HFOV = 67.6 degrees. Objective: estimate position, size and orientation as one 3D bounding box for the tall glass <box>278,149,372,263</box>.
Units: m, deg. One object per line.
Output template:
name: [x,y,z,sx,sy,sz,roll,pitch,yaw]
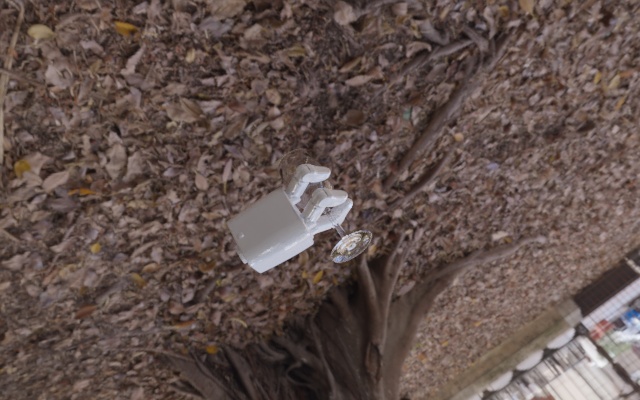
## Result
tall glass: [0.001,0.003,0.789,0.079,0.201,0.079,-24,-33,-17]
